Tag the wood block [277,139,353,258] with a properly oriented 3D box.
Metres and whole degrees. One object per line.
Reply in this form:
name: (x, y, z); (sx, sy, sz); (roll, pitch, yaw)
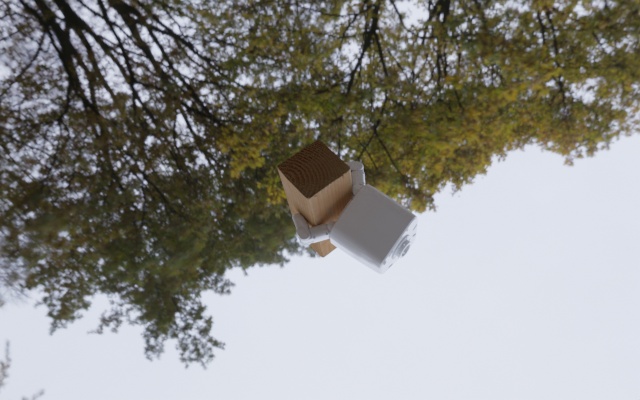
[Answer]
wood block: (0.000, 0.003, 0.855); (0.091, 0.090, 0.206); (-35, -31, -15)
